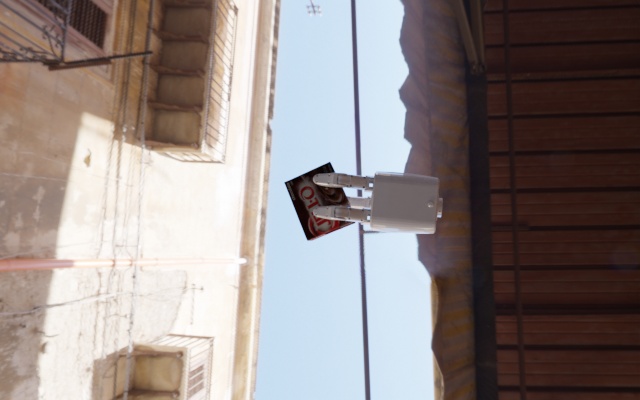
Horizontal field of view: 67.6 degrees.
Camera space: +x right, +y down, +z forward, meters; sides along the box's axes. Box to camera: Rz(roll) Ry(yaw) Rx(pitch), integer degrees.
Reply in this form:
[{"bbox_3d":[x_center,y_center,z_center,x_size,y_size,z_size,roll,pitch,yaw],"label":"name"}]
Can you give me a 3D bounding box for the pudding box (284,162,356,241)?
[{"bbox_3d":[0.000,0.003,0.825,0.090,0.113,0.039,-24,-11,8],"label":"pudding box"}]
